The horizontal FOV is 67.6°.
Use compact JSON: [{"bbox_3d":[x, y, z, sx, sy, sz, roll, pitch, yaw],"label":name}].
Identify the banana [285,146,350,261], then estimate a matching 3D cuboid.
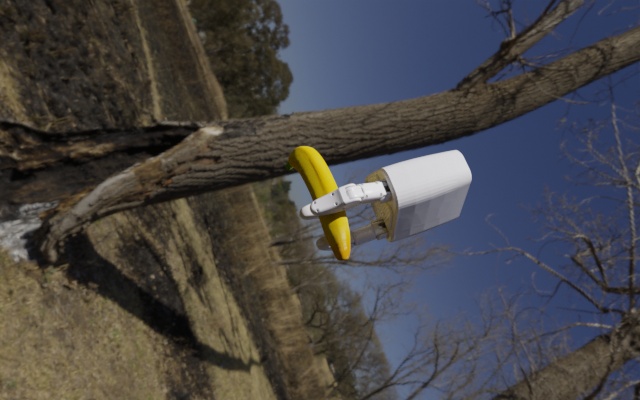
[{"bbox_3d":[-0.002,-0.013,0.618,0.037,0.070,0.197,-16,47,-14],"label":"banana"}]
